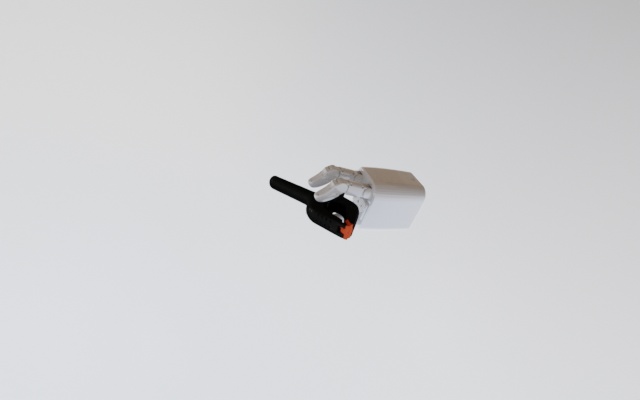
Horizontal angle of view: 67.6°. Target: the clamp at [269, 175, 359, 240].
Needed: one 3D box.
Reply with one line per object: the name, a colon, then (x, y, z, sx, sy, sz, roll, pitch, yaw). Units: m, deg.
clamp: (0.000, 0.004, 0.860, 0.164, 0.036, 0.210, 0, 29, -16)
